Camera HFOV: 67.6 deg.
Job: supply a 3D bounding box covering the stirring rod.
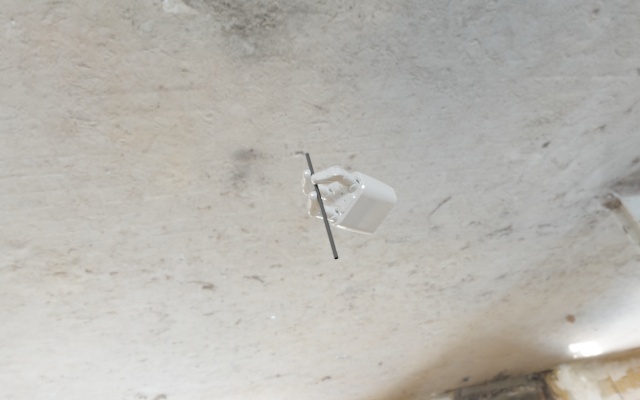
[{"bbox_3d":[0.000,0.003,0.869,0.011,0.239,0.011,-10,-36,-8],"label":"stirring rod"}]
